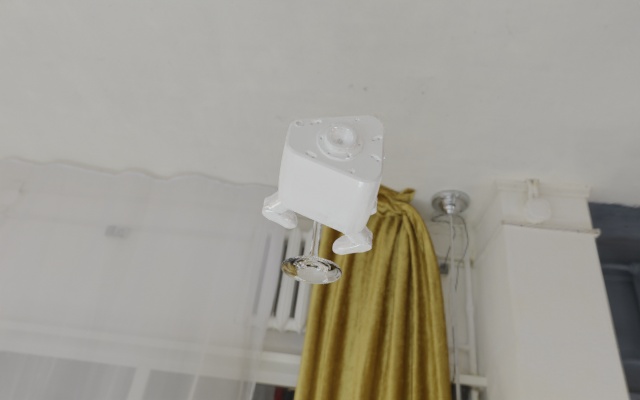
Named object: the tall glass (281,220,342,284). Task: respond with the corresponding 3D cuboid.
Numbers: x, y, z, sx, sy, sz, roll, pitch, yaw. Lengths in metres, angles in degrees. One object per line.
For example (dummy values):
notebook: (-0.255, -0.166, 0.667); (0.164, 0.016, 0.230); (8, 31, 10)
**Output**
tall glass: (0.000, 0.003, 0.628); (0.079, 0.201, 0.079); (5, -33, 3)
